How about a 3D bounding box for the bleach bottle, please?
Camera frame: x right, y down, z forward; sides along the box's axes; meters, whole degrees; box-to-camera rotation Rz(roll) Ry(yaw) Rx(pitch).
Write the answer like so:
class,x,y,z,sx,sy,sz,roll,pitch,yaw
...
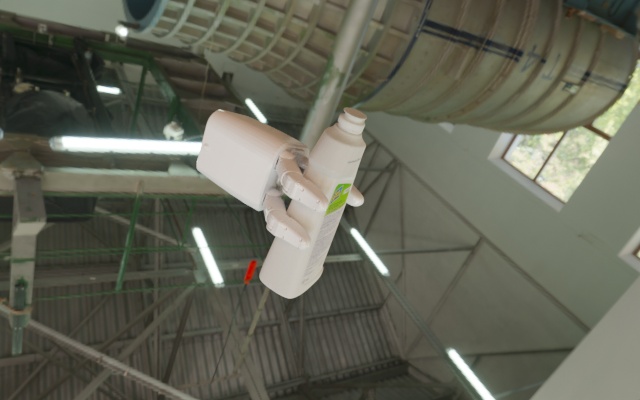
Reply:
class,x,y,z,sx,sy,sz,roll,pitch,yaw
bleach bottle,0.000,0.002,0.601,0.068,0.251,0.102,30,28,14
